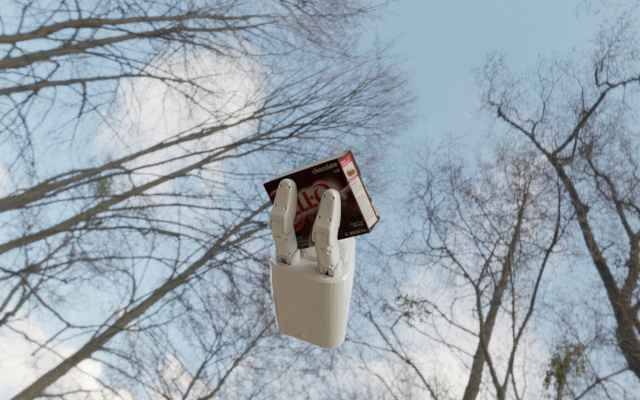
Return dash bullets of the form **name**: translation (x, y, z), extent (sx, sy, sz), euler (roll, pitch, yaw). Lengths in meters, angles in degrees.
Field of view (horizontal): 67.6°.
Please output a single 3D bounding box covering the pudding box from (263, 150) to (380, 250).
- **pudding box**: translation (0.000, 0.002, 0.545), extent (0.113, 0.090, 0.039), euler (-17, 14, 33)
